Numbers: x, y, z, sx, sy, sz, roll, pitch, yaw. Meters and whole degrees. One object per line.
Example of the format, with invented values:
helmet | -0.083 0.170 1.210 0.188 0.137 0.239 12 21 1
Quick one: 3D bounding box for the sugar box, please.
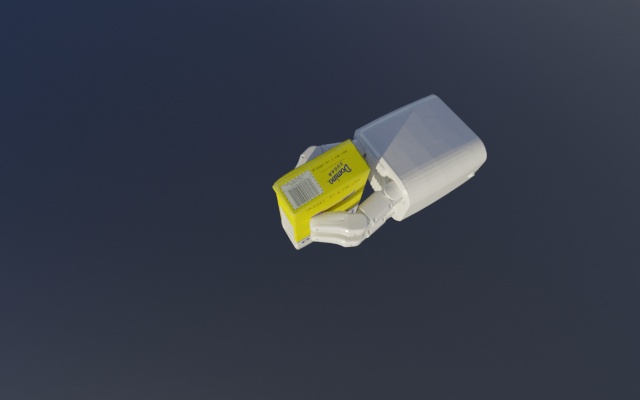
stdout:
sugar box | 0.000 0.002 0.548 0.093 0.048 0.176 -30 -16 -9
